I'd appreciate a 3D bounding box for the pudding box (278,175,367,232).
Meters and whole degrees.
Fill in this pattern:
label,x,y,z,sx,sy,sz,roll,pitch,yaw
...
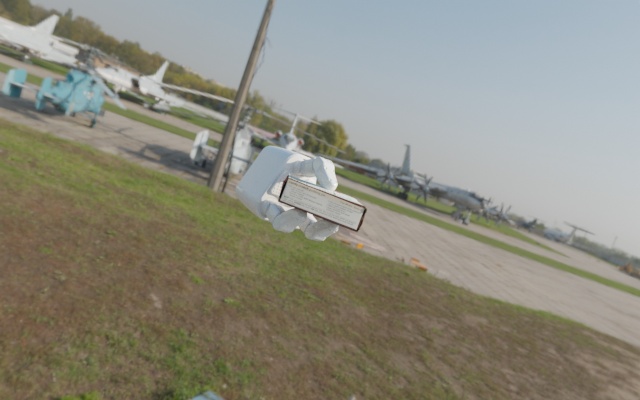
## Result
label,x,y,z,sx,sy,sz,roll,pitch,yaw
pudding box,0.000,0.002,0.643,0.113,0.039,0.090,19,4,-5
